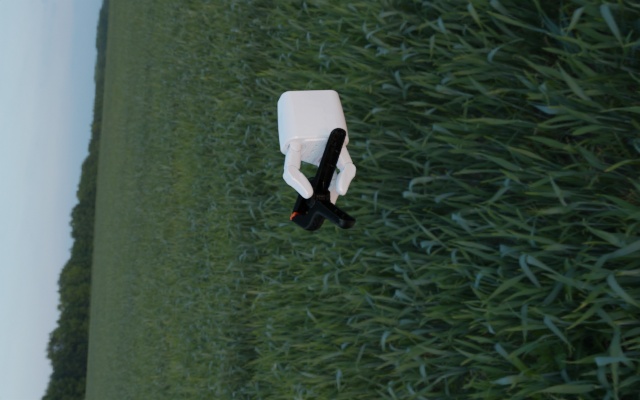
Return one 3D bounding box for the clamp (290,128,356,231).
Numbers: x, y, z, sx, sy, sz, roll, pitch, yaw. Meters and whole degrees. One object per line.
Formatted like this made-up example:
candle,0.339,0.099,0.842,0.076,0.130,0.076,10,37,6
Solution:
clamp,-0.001,0.003,0.792,0.036,0.164,0.210,6,-30,-23
